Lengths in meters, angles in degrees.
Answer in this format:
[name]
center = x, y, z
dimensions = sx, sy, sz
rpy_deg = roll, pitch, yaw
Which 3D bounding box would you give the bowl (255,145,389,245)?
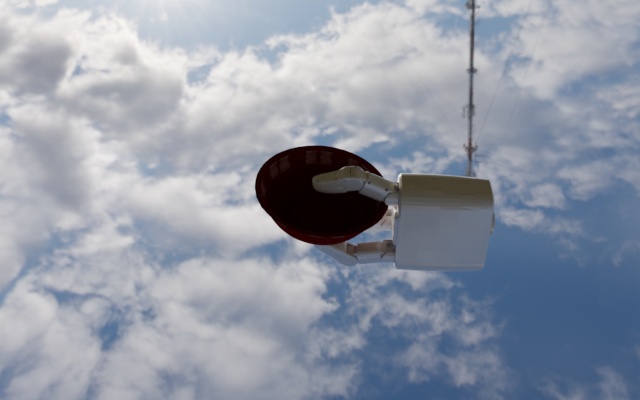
[bowl]
center = -0.001, 0.002, 0.585
dimensions = 0.162, 0.055, 0.162
rpy_deg = 5, 43, -5
